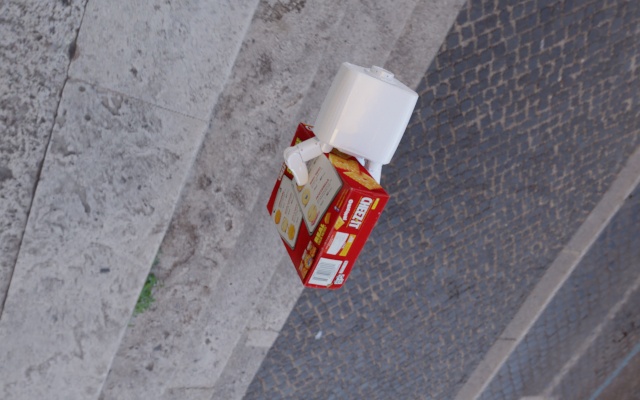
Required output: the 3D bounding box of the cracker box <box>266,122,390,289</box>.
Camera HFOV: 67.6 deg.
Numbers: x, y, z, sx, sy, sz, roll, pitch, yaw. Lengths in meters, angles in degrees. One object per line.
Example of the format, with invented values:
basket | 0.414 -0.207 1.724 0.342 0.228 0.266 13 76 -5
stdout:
cracker box | 0.000 0.002 0.721 0.072 0.164 0.213 11 26 -28
